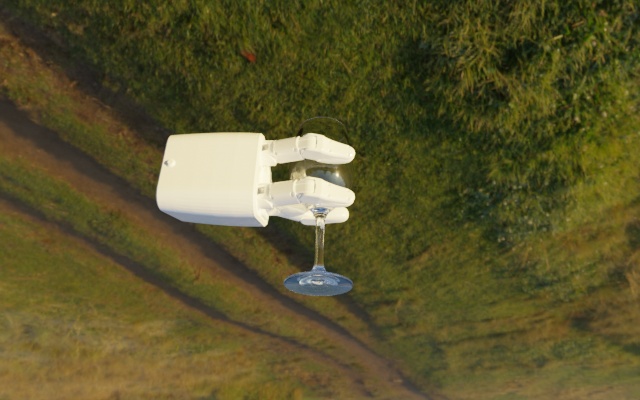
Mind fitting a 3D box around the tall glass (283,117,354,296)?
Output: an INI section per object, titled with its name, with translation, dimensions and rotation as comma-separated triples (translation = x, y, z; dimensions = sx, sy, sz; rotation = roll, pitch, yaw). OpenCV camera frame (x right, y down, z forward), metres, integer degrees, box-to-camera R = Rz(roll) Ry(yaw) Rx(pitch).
[tall glass]
translation = 0.000, 0.002, 0.551
dimensions = 0.079, 0.201, 0.079
rotation = 2, -28, 1
